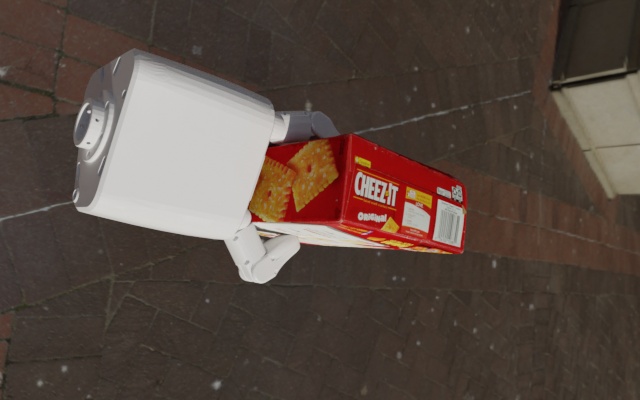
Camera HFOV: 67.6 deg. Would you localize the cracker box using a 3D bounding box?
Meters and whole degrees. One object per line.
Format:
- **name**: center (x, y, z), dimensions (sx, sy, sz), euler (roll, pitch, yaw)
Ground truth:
- **cracker box**: center (0.000, 0.002, 0.444), dimensions (0.164, 0.072, 0.213), euler (15, -12, -43)
